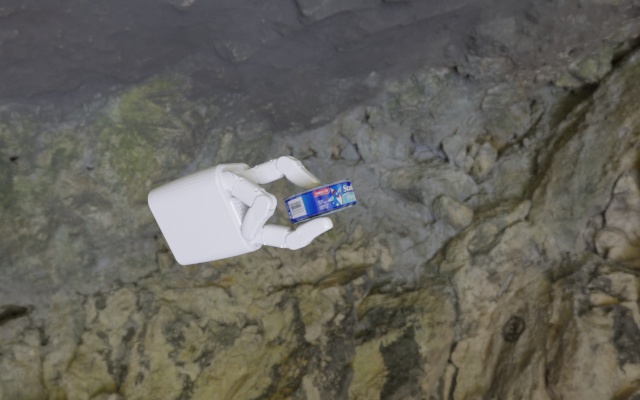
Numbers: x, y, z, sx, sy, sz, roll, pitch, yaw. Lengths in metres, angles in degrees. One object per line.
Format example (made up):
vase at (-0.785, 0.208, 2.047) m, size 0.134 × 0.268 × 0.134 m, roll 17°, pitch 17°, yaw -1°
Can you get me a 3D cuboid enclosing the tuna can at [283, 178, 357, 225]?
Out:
tuna can at (0.000, 0.002, 0.584) m, size 0.086 × 0.034 × 0.086 m, roll -17°, pitch -3°, yaw -1°
